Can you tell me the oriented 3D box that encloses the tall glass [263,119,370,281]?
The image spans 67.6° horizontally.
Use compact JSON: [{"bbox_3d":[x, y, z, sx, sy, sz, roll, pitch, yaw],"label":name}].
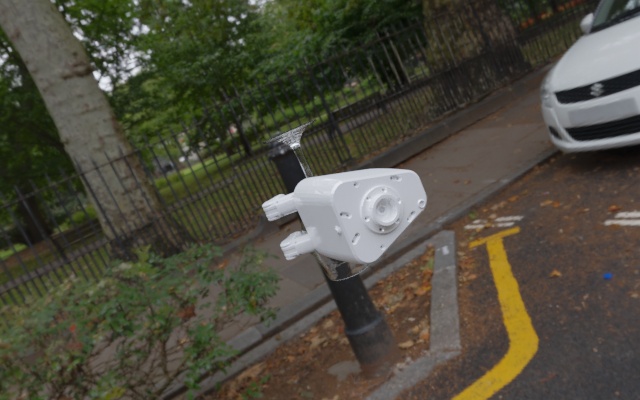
[{"bbox_3d":[0.000,0.001,0.620,0.079,0.201,0.079,-23,11,4],"label":"tall glass"}]
